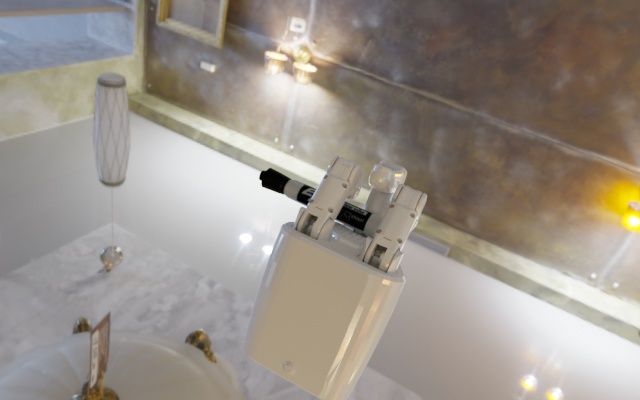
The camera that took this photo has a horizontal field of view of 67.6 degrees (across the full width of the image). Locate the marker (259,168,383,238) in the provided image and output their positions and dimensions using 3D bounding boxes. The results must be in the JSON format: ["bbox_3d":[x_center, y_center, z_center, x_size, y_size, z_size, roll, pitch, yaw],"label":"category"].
[{"bbox_3d":[0.000,0.001,0.403,0.121,0.020,0.020,24,8,17],"label":"marker"}]
